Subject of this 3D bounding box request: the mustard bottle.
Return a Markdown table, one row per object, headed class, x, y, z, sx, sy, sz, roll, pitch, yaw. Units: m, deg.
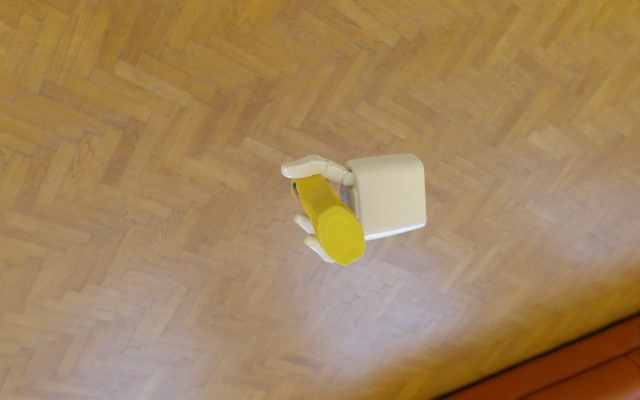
| class | x | y | z | sx | sy | sz | roll | pitch | yaw |
| --- | --- | --- | --- | --- | --- | --- | --- | --- | --- |
| mustard bottle | 0.000 | 0.002 | 0.676 | 0.058 | 0.096 | 0.191 | -30 | 34 | -1 |
